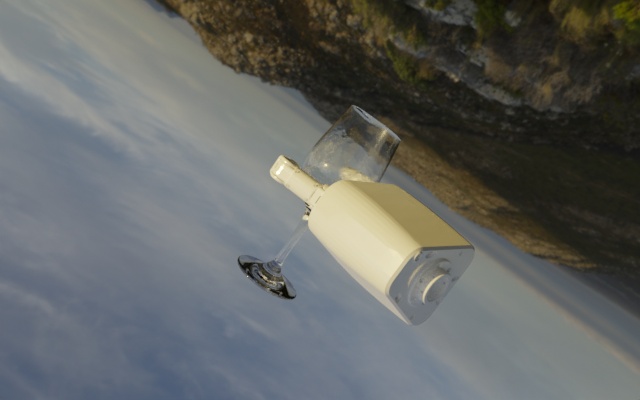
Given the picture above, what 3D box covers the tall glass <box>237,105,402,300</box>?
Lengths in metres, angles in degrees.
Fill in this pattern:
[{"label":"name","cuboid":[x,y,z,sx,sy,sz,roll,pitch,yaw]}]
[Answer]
[{"label":"tall glass","cuboid":[0.000,0.002,0.494,0.079,0.201,0.079,34,8,-5]}]
